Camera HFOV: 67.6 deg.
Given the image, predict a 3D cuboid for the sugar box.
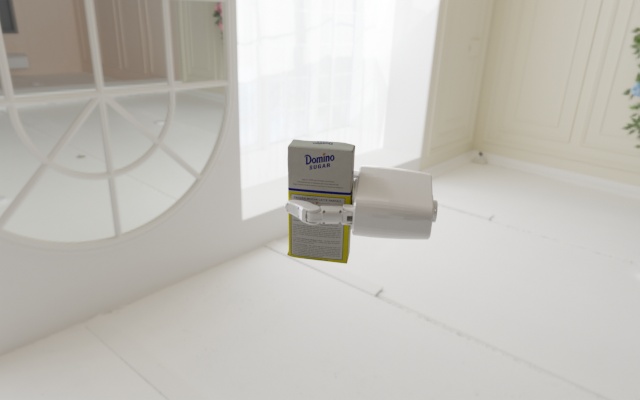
[{"bbox_3d":[0.000,0.002,0.695,0.093,0.176,0.048,6,22,8],"label":"sugar box"}]
